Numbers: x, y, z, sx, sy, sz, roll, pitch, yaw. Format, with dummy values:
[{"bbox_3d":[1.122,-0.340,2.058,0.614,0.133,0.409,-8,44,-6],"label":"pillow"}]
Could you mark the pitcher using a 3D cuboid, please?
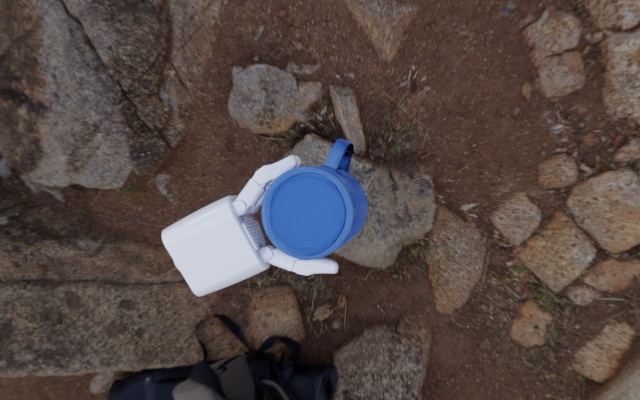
[{"bbox_3d":[0.000,0.002,0.656,0.145,0.149,0.243,-23,-1,6],"label":"pitcher"}]
